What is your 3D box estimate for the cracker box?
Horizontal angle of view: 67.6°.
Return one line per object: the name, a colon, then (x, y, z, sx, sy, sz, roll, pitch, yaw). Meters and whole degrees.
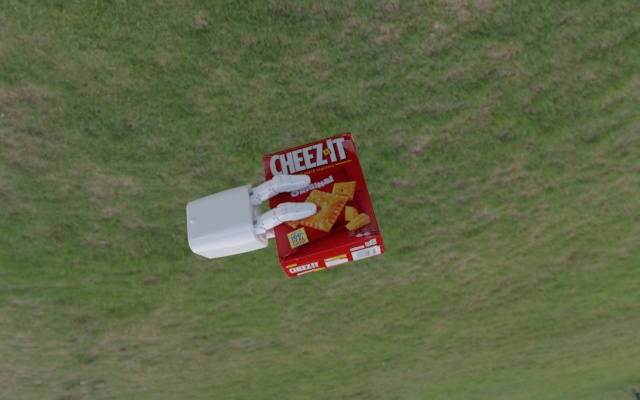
cracker box: (0.000, 0.003, 0.795, 0.164, 0.213, 0.072, -15, -32, 3)
